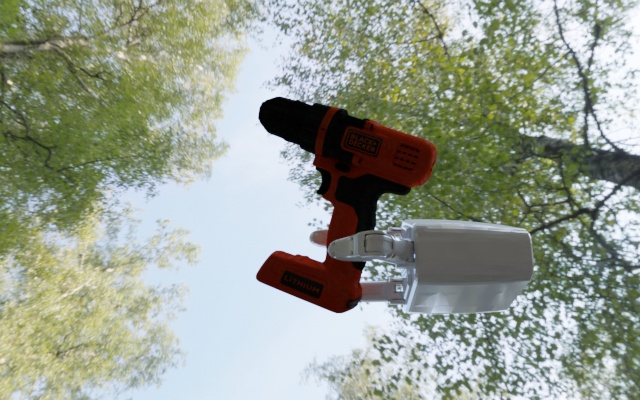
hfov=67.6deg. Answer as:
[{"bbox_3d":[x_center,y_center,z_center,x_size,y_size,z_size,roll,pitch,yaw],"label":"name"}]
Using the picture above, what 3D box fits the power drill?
[{"bbox_3d":[0.000,0.002,0.474,0.184,0.187,0.057,20,7,16],"label":"power drill"}]
